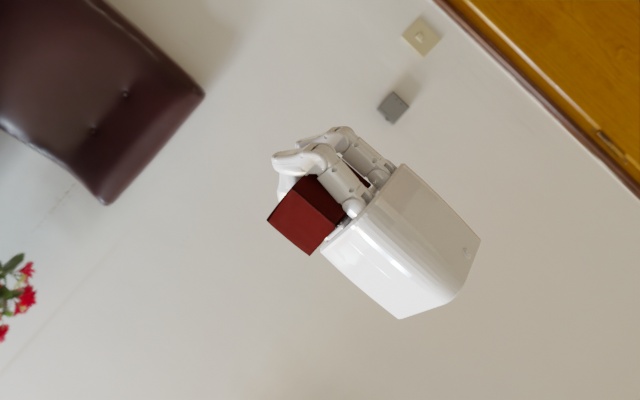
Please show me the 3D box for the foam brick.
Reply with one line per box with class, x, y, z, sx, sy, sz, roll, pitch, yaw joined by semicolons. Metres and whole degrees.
foam brick;0.000;0.002;0.435;0.053;0.051;0.078;-49;-2;43
